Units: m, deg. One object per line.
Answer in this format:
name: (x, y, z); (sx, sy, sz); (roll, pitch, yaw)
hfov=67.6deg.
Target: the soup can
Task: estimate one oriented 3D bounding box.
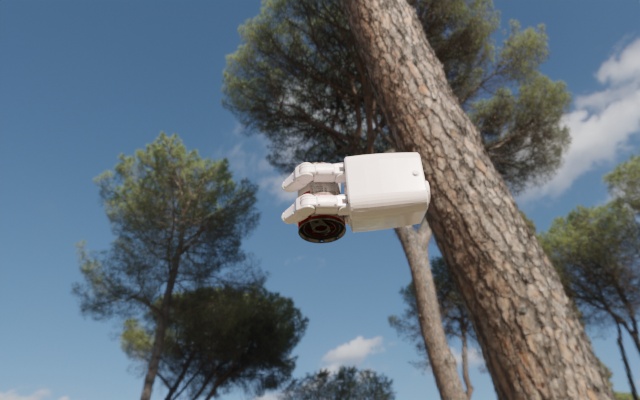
soup can: (0.000, 0.002, 0.702); (0.068, 0.102, 0.069); (-2, -34, -1)
